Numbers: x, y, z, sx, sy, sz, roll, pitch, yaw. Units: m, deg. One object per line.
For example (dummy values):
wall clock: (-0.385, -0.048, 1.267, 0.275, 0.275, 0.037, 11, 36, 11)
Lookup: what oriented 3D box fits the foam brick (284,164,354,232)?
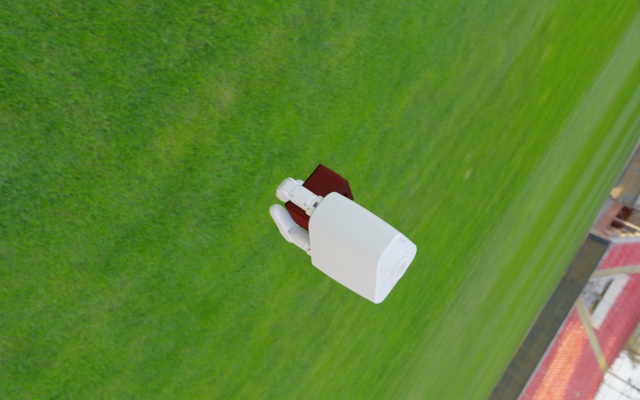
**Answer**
foam brick: (0.000, 0.002, 0.644, 0.051, 0.078, 0.053, 30, -19, 29)
